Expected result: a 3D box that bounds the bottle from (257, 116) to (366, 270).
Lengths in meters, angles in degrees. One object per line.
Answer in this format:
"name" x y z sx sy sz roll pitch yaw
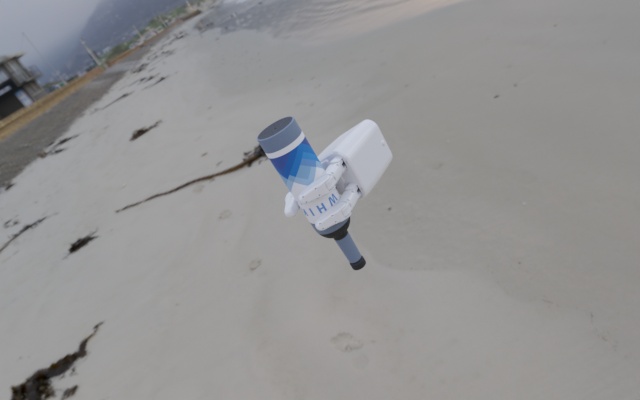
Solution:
"bottle" 0.000 0.002 0.793 0.069 0.296 0.069 -25 26 13
